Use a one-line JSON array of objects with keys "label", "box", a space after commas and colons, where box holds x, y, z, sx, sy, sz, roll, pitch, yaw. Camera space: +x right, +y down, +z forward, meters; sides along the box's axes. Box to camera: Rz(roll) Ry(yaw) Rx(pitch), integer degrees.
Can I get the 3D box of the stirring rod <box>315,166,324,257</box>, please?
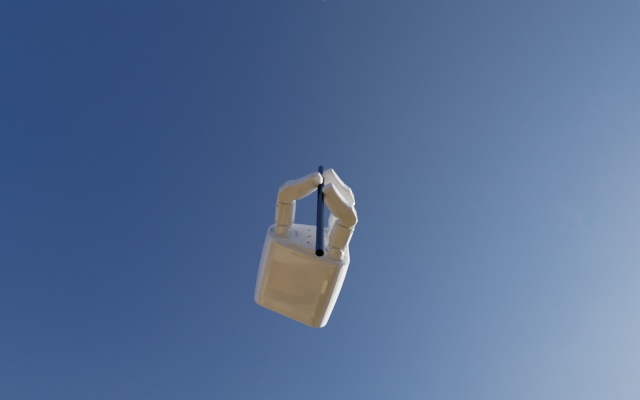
[{"label": "stirring rod", "box": [0.000, 0.002, 0.548, 0.011, 0.011, 0.239, 0, 23, 0]}]
